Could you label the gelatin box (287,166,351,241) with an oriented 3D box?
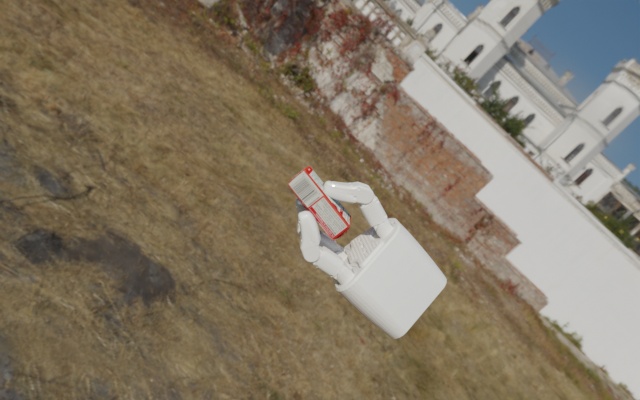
[{"bbox_3d":[0.000,0.001,0.587,0.030,0.089,0.073,-38,5,8],"label":"gelatin box"}]
